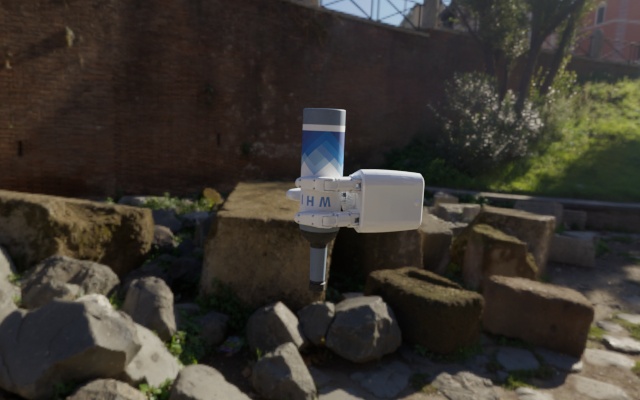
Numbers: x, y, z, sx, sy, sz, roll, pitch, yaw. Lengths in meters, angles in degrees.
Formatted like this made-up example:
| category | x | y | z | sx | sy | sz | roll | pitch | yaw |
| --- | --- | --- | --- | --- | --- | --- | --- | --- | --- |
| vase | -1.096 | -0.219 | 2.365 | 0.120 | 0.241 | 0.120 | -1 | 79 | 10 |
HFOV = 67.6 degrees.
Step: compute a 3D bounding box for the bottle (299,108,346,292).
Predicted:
| category | x | y | z | sx | sy | sz | roll | pitch | yaw |
| --- | --- | --- | --- | --- | --- | --- | --- | --- | --- |
| bottle | 0.000 | 0.002 | 0.772 | 0.069 | 0.296 | 0.069 | 2 | 8 | 0 |
